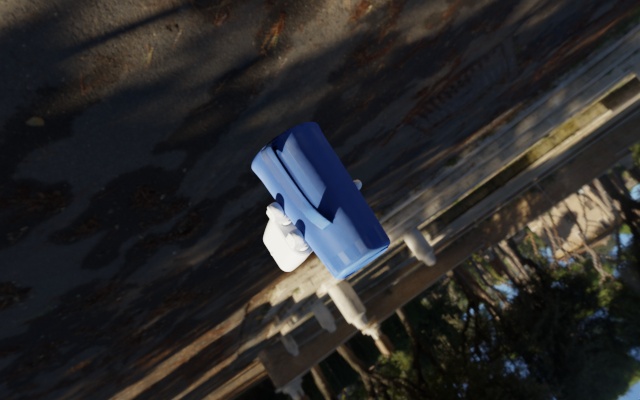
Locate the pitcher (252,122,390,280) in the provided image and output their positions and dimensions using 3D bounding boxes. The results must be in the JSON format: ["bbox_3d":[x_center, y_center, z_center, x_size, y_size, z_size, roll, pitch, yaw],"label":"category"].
[{"bbox_3d":[0.000,0.003,0.771,0.149,0.242,0.145,-28,-14,-30],"label":"pitcher"}]
